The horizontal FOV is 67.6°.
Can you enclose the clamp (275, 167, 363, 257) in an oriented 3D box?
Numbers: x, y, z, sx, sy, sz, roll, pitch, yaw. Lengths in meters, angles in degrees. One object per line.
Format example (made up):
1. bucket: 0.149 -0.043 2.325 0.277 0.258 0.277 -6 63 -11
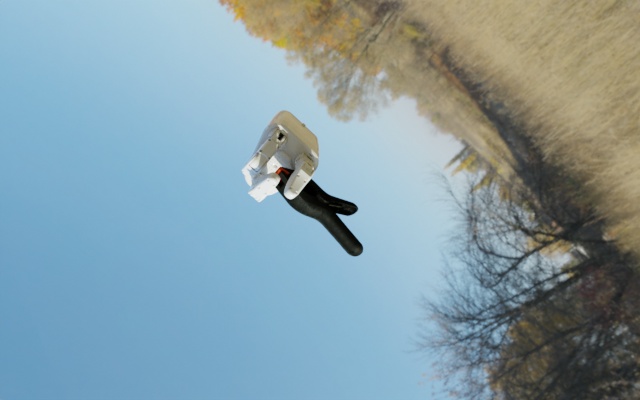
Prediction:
1. clamp: 0.000 0.003 0.722 0.171 0.039 0.120 42 19 -15
